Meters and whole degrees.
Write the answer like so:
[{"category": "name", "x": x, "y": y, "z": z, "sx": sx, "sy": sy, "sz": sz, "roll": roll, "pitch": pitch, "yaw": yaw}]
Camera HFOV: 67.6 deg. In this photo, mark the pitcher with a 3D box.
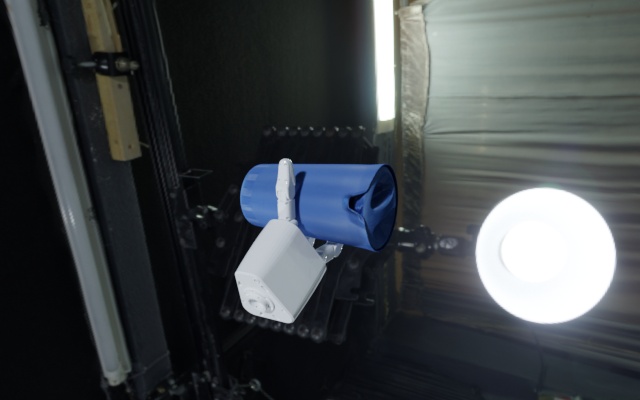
[{"category": "pitcher", "x": 0.000, "y": 0.003, "z": 0.783, "sx": 0.243, "sy": 0.149, "sz": 0.145, "roll": 6, "pitch": 45, "yaw": 29}]
